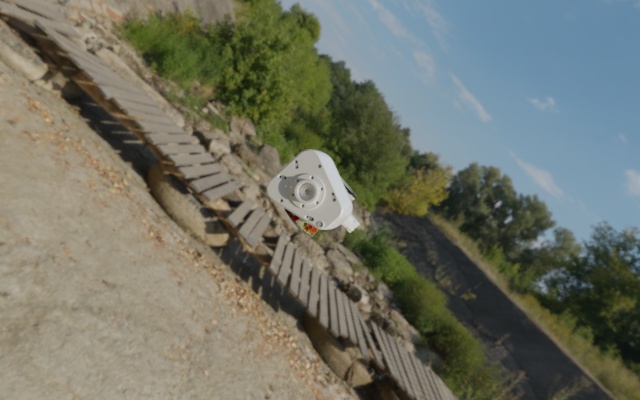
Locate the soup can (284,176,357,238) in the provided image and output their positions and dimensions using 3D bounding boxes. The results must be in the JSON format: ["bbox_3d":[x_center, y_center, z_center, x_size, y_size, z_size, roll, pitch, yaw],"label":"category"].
[{"bbox_3d":[0.000,0.002,0.786,0.102,0.068,0.068,-42,-6,7],"label":"soup can"}]
